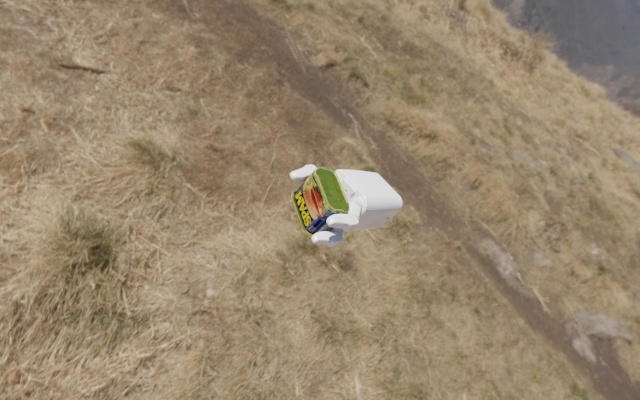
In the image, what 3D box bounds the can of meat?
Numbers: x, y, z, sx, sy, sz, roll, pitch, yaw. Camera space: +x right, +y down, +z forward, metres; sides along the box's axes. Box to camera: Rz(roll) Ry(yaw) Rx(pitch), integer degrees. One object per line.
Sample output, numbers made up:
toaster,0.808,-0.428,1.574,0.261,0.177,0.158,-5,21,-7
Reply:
can of meat,0.000,0.003,0.863,0.057,0.102,0.084,3,-36,-38
